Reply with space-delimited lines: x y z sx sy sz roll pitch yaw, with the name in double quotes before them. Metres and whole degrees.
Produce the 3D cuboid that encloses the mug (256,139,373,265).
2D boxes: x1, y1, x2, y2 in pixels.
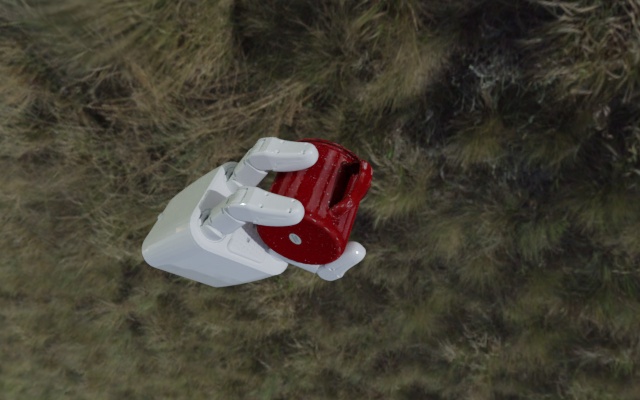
"mug" 0.001 0.001 0.426 0.093 0.081 0.117 41 -41 -26
